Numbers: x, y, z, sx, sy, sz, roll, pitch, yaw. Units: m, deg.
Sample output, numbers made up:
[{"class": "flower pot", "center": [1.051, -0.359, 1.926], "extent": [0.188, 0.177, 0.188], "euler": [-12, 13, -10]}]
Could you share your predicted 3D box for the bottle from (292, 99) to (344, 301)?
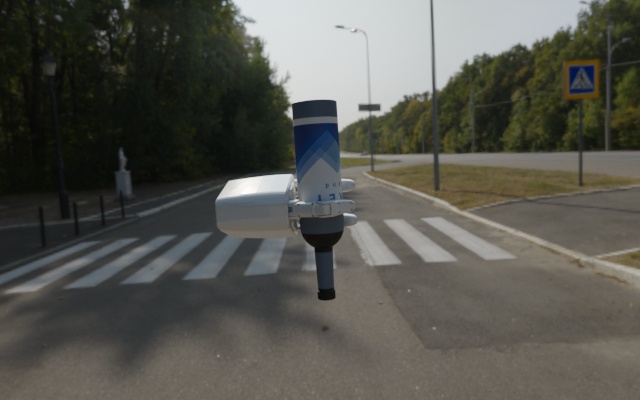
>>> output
[{"class": "bottle", "center": [0.000, 0.002, 0.714], "extent": [0.069, 0.296, 0.069], "euler": [-4, 5, 0]}]
